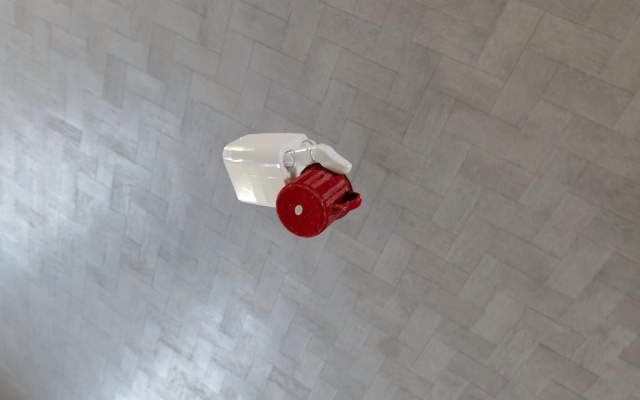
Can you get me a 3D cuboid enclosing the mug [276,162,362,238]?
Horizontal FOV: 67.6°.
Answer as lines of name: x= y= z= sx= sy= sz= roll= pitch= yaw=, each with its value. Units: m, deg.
mug: x=0.001 y=0.002 z=0.671 sx=0.117 sy=0.093 sz=0.081 roll=5 pitch=23 yaw=26
